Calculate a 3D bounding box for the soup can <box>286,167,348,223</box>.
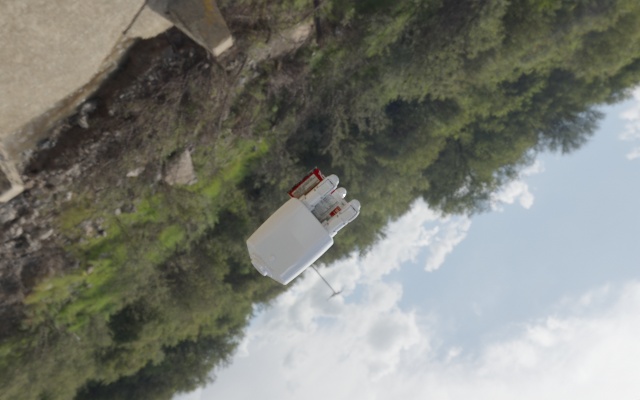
[{"bbox_3d":[0.001,0.003,0.807,0.068,0.102,0.068,-41,2,2],"label":"soup can"}]
